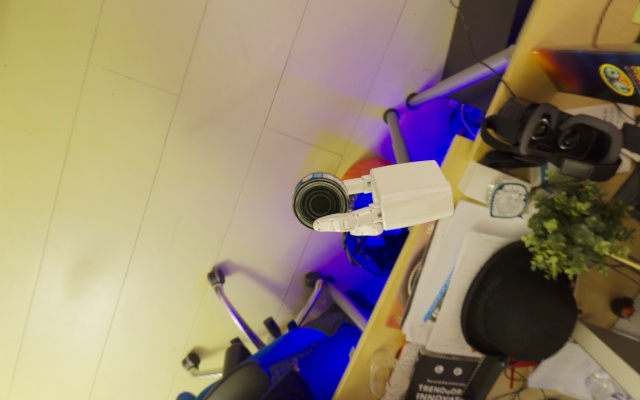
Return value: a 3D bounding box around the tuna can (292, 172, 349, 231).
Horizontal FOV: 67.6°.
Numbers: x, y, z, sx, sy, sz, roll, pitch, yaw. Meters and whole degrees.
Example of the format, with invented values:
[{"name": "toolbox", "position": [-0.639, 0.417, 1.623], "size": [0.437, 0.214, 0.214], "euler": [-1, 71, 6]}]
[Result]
[{"name": "tuna can", "position": [0.000, 0.003, 0.717], "size": [0.086, 0.086, 0.033], "euler": [0, 19, 1]}]
